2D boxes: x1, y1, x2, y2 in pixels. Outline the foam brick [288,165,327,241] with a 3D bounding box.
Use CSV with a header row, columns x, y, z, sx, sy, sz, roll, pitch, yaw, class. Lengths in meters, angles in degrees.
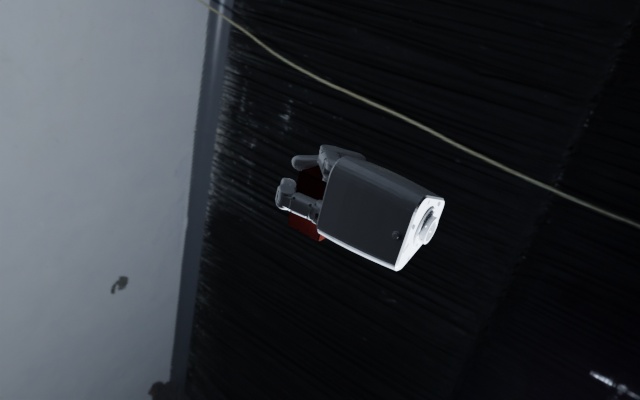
x,y,z,sx,sy,sz,roll,pitch,yaw,class
0.000,0.002,0.599,0.051,0.078,0.053,27,27,25,foam brick
